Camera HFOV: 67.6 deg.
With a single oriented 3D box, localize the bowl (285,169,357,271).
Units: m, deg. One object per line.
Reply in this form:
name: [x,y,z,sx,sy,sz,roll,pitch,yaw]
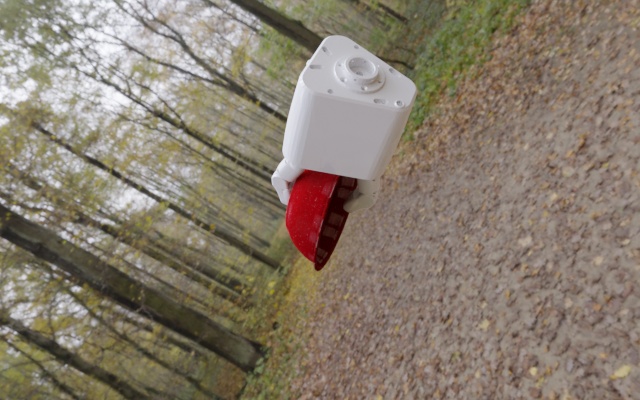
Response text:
bowl: [0.000,0.003,0.588,0.055,0.162,0.162,18,4,12]
